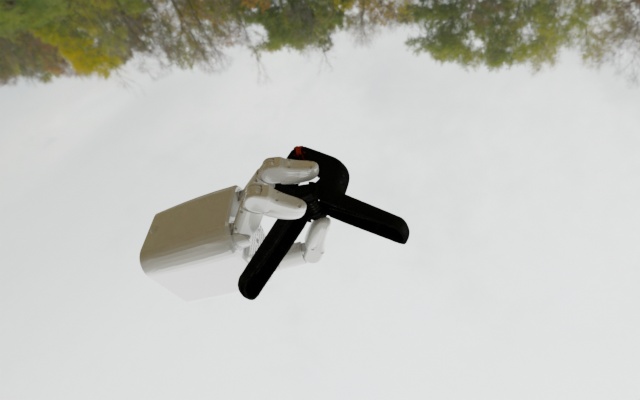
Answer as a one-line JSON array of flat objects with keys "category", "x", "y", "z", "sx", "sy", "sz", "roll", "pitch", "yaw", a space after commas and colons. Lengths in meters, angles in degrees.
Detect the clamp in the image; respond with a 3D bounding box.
[{"category": "clamp", "x": 0.000, "y": 0.002, "z": 0.500, "sx": 0.164, "sy": 0.036, "sz": 0.209, "roll": -16, "pitch": 37, "yaw": 11}]
